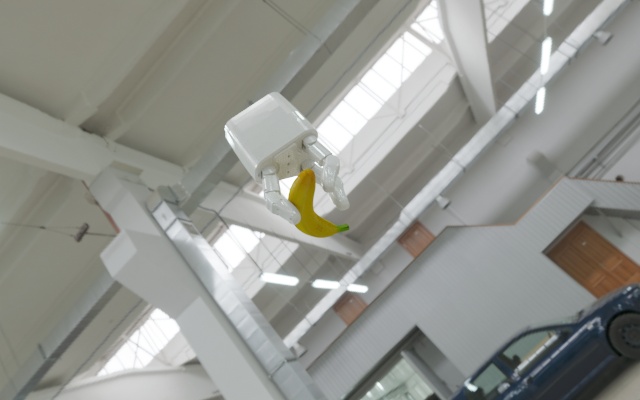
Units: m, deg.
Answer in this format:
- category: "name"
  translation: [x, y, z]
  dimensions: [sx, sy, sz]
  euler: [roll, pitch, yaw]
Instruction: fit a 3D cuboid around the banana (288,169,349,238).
- category: "banana"
  translation: [-0.014, 0.015, 0.720]
  dimensions: [0.069, 0.037, 0.198]
  euler: [-35, -30, 0]
